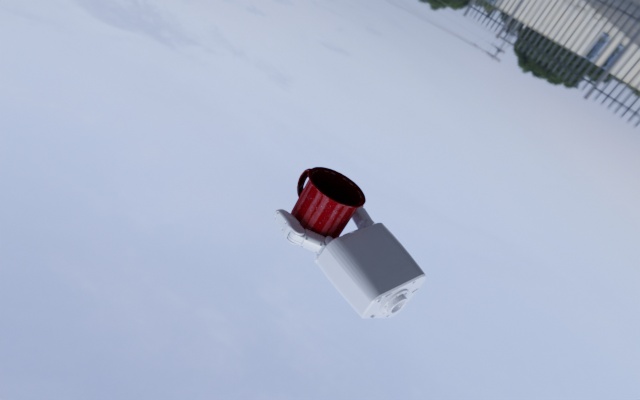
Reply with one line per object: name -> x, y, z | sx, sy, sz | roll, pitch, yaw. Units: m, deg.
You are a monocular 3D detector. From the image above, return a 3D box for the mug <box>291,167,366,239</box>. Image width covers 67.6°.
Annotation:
mug -> -0.001, 0.002, 0.709 | 0.093, 0.081, 0.117 | -2, 41, -45
